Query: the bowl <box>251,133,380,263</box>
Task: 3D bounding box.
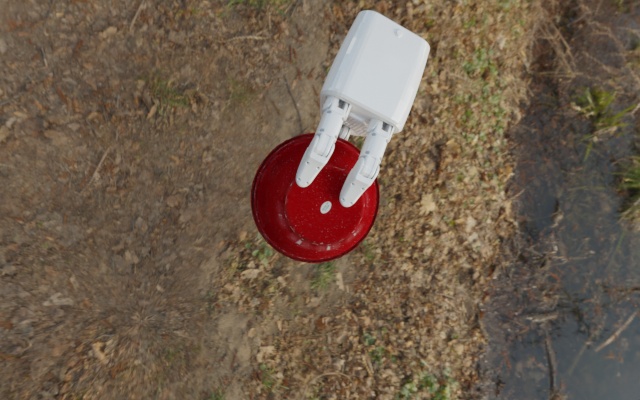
[{"bbox_3d":[0.000,0.003,0.561,0.162,0.162,0.055,0,8,-11],"label":"bowl"}]
